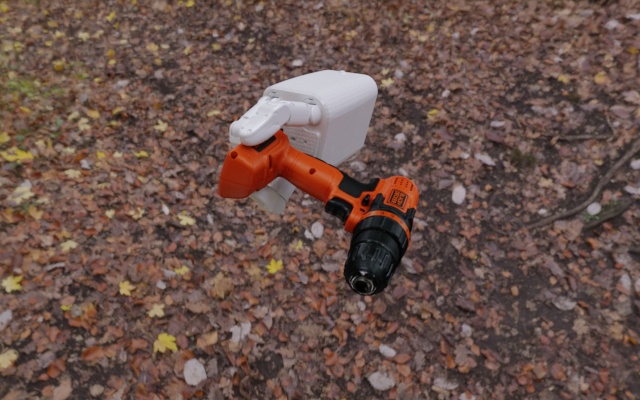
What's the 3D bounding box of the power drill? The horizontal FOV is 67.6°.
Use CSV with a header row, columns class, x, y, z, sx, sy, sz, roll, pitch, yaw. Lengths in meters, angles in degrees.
class,x,y,z,sx,sy,sz,roll,pitch,yaw
power drill,0.000,0.001,0.465,0.187,0.057,0.184,26,30,6
